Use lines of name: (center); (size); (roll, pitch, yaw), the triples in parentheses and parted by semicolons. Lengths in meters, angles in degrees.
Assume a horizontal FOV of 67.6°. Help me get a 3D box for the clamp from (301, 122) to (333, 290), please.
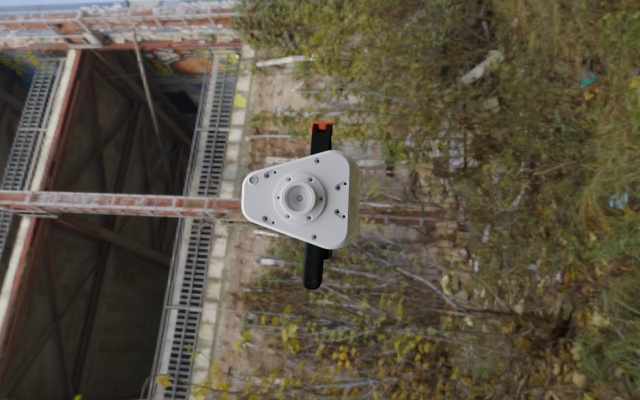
clamp: (-0.001, 0.002, 0.643); (0.036, 0.210, 0.164); (2, 0, 5)
